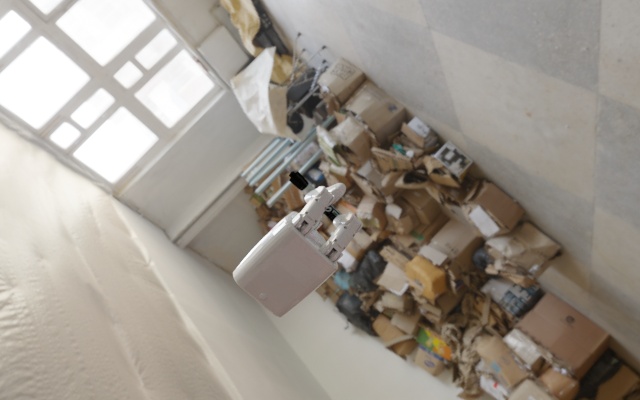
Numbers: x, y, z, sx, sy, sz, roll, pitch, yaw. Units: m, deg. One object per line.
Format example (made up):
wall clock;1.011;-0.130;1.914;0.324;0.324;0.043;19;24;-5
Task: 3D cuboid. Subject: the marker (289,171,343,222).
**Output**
marker;0.000;0.002;0.687;0.121;0.020;0.020;44;-15;-16
